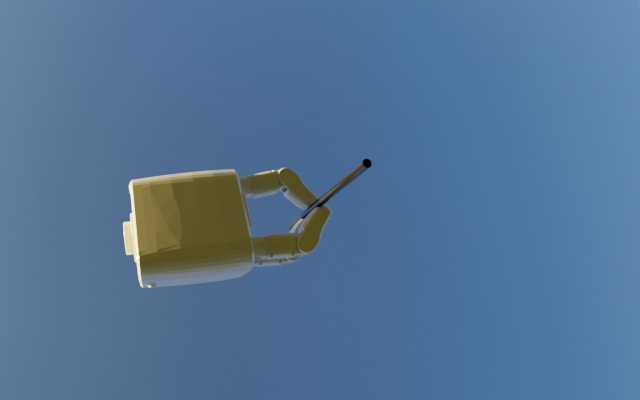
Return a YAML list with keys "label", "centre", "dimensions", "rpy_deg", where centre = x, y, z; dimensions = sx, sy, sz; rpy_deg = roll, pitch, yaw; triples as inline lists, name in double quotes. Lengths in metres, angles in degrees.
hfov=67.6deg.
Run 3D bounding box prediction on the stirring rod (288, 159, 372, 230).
- label: "stirring rod"
  centre: [0.000, 0.002, 0.495]
  dimensions: [0.011, 0.011, 0.239]
  rpy_deg: [0, -15, -19]
